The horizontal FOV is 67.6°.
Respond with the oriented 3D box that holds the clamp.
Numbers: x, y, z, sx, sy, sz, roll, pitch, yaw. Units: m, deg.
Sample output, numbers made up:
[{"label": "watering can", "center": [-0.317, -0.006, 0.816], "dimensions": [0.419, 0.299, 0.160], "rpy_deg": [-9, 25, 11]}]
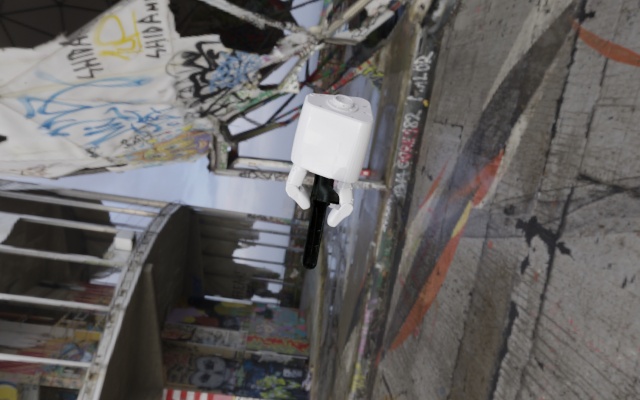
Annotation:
[{"label": "clamp", "center": [-0.001, 0.002, 0.817], "dimensions": [0.036, 0.165, 0.209], "rpy_deg": [13, 34, -8]}]
